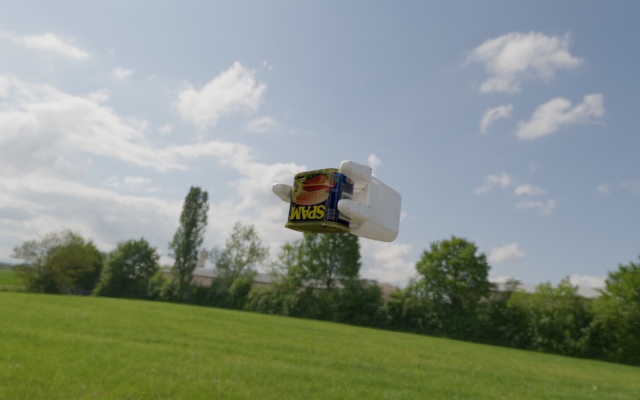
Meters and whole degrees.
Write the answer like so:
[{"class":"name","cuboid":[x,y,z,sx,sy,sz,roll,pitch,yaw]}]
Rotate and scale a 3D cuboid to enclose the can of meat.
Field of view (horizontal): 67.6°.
[{"class":"can of meat","cuboid":[0.000,0.002,0.703,0.102,0.084,0.057,-4,-17,43]}]
